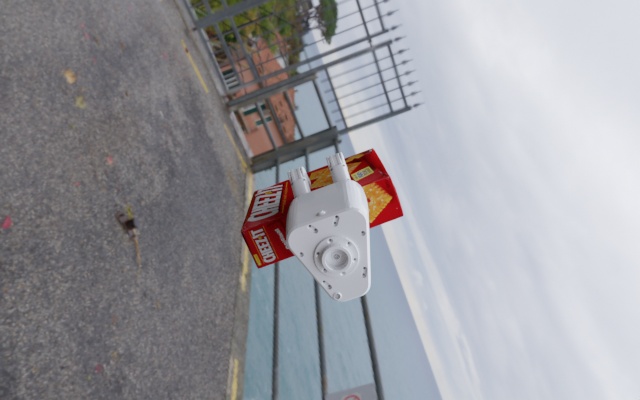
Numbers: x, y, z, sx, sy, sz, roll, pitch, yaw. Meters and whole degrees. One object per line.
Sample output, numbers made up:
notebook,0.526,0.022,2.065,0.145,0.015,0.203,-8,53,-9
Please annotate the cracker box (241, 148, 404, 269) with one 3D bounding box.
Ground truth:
cracker box,0.000,0.002,0.707,0.214,0.072,0.164,-20,19,6
